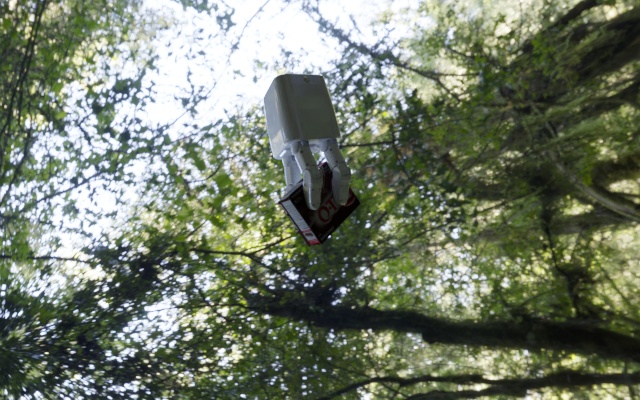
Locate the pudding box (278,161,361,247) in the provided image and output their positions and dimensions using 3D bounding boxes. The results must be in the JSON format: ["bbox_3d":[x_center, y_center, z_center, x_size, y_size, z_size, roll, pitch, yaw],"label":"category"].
[{"bbox_3d":[0.000,0.002,0.741,0.113,0.090,0.039,-43,15,-34],"label":"pudding box"}]
